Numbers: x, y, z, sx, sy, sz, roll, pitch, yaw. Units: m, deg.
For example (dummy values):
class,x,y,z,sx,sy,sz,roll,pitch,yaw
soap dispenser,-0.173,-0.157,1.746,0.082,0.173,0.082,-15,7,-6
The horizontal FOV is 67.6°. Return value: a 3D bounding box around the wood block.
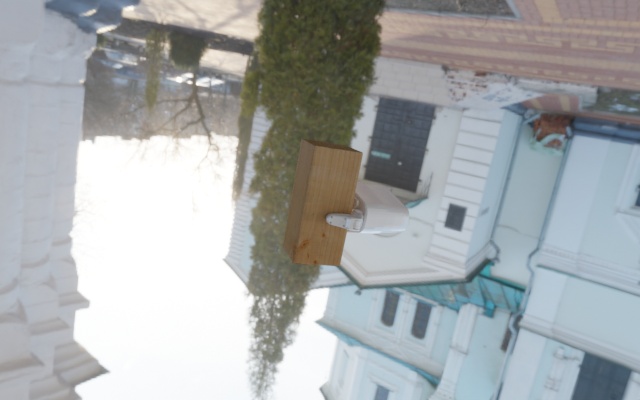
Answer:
class,x,y,z,sx,sy,sz,roll,pitch,yaw
wood block,0.001,0.003,0.849,0.090,0.206,0.090,6,12,-19
